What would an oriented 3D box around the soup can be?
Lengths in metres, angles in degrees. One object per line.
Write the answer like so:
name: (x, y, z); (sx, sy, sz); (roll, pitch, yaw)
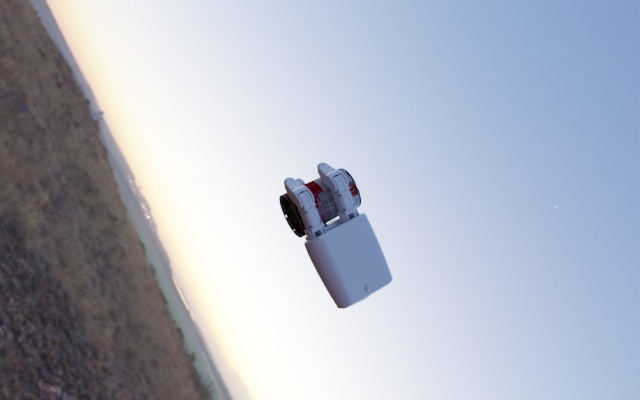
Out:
soup can: (0.000, 0.002, 0.698); (0.102, 0.068, 0.068); (-26, 9, -18)
